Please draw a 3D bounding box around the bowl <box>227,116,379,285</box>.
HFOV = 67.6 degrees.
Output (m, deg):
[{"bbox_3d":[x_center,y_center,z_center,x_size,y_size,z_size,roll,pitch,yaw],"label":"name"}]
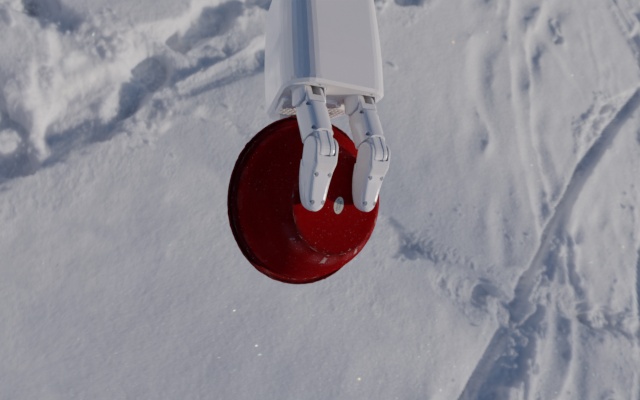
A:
[{"bbox_3d":[0.001,0.003,0.436,0.162,0.162,0.055,0,3,-33],"label":"bowl"}]
